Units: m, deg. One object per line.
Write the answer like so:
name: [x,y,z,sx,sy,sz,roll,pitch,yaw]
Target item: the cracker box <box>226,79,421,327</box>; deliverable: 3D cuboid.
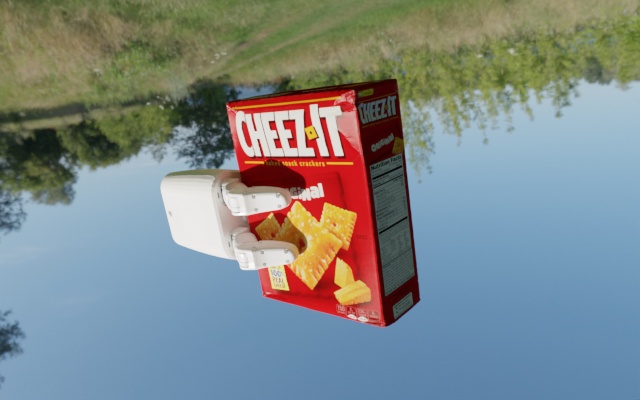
cracker box: [0.000,0.002,0.464,0.164,0.214,0.072,5,20,41]
